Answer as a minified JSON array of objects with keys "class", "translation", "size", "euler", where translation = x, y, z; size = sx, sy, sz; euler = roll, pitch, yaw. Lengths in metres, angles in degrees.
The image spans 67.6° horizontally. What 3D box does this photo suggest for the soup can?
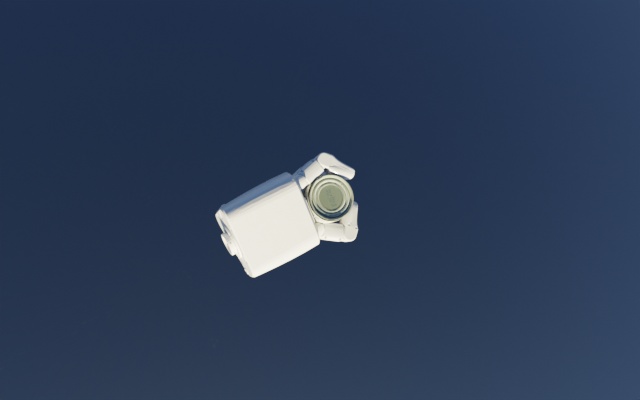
[{"class":"soup can","translation":[0.001,0.002,0.703],"size":[0.068,0.068,0.102],"euler":[0,-8,-18]}]
